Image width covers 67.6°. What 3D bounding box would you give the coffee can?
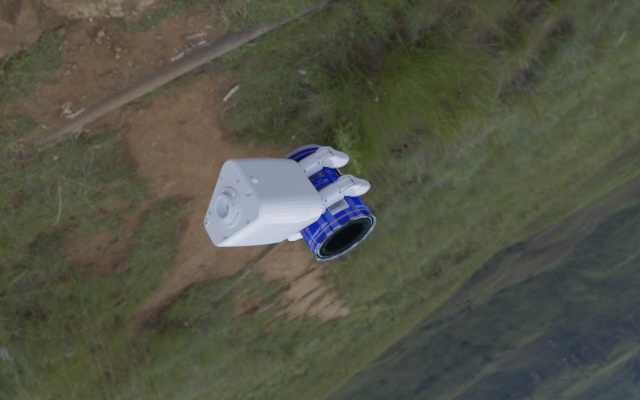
[{"bbox_3d":[0.000,0.002,0.700,0.103,0.140,0.103,-28,-26,-15],"label":"coffee can"}]
